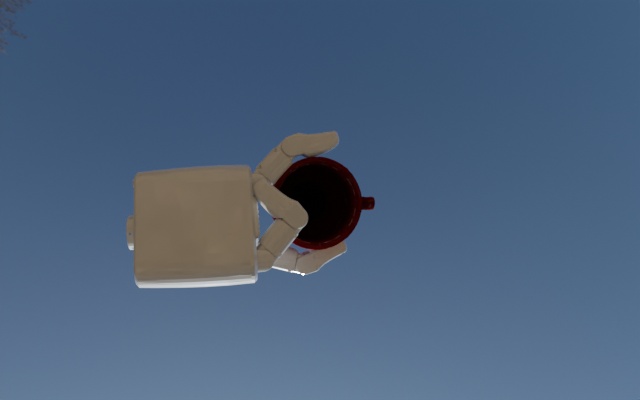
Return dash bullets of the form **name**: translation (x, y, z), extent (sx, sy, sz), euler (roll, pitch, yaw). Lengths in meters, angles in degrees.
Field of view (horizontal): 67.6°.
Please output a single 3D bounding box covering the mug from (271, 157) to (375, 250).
- **mug**: translation (0.001, 0.002, 0.515), extent (0.117, 0.093, 0.081), euler (-2, 2, -13)
